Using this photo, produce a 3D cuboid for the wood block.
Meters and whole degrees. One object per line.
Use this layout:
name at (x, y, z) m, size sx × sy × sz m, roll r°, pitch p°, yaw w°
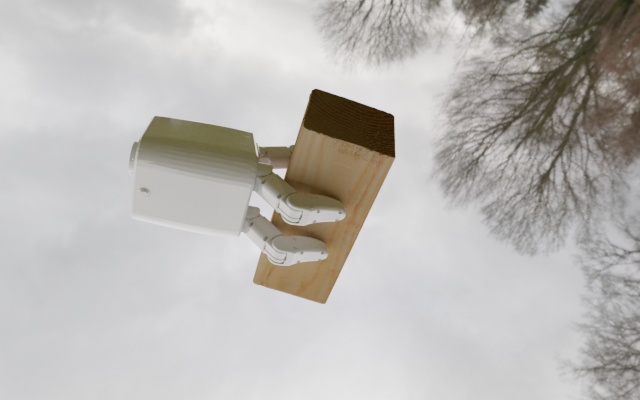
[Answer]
wood block at (0.000, 0.001, 0.510) m, size 0.090 × 0.206 × 0.090 m, roll 17°, pitch 36°, yaw -6°
